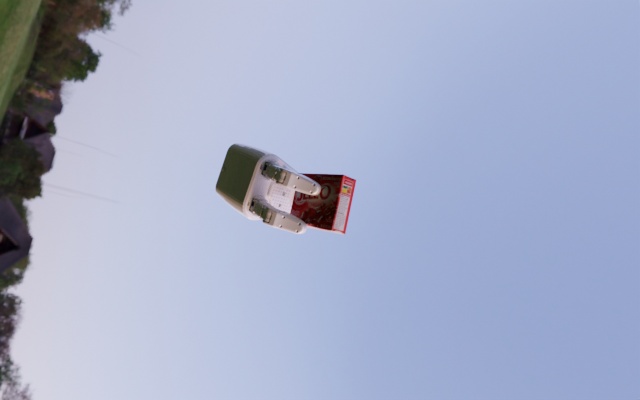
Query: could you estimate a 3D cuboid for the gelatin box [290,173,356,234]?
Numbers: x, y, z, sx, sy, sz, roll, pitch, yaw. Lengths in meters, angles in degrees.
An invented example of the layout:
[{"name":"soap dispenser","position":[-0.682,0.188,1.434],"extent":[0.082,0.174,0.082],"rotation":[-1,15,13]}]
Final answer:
[{"name":"gelatin box","position":[0.001,0.002,0.633],"extent":[0.089,0.073,0.030],"rotation":[7,-8,46]}]
